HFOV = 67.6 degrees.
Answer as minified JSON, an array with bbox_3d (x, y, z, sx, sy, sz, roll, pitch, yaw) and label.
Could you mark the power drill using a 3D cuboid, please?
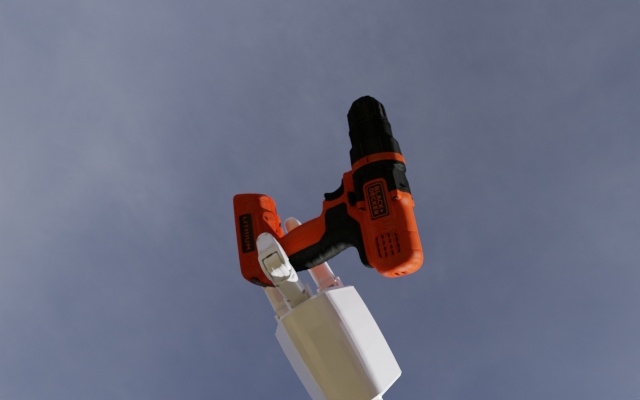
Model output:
[{"bbox_3d":[0.000,0.002,0.486,0.188,0.184,0.057,-20,-24,26],"label":"power drill"}]
